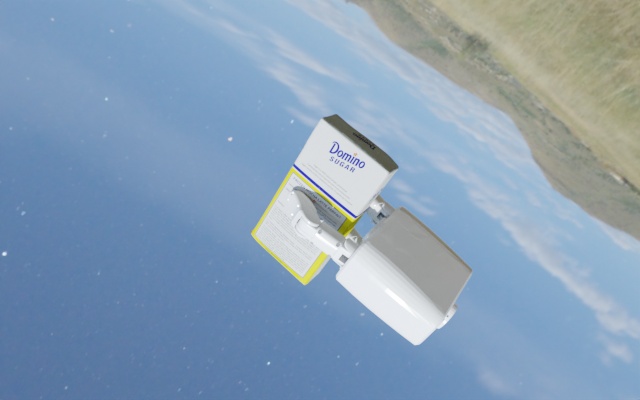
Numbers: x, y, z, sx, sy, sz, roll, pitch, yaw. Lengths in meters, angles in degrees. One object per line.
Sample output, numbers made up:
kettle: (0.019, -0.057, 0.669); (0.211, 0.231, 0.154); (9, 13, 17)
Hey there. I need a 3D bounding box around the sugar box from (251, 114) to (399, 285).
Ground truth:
sugar box: (0.000, 0.002, 0.536); (0.093, 0.176, 0.048); (41, 28, 10)
